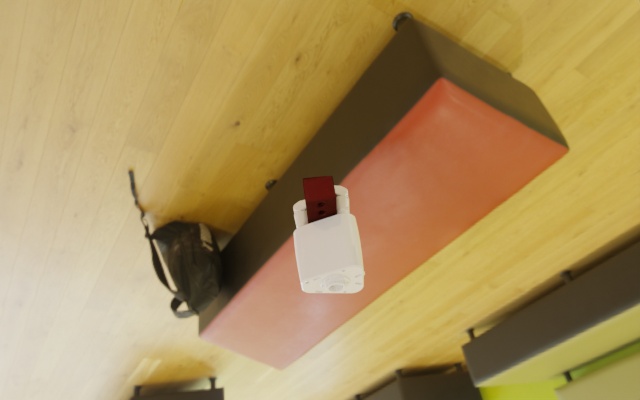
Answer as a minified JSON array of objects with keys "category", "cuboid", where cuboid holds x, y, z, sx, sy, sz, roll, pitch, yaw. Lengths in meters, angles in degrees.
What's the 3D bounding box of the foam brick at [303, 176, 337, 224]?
[{"category":"foam brick","cuboid":[0.000,0.002,0.825,0.053,0.051,0.078,-7,-39,0]}]
